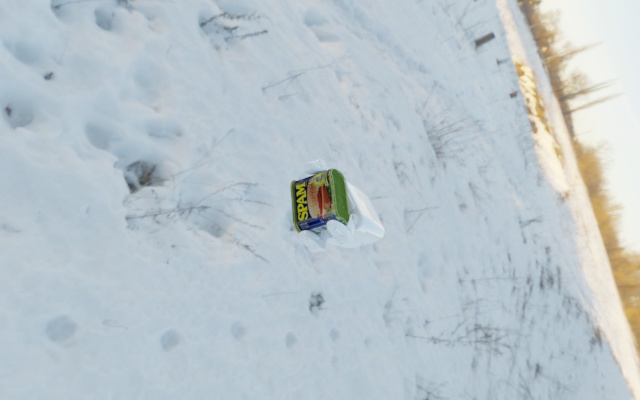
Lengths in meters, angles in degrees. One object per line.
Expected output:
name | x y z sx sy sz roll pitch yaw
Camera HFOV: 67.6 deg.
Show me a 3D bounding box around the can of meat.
can of meat | 0.000 0.002 0.821 0.084 0.102 0.057 -18 -27 26
